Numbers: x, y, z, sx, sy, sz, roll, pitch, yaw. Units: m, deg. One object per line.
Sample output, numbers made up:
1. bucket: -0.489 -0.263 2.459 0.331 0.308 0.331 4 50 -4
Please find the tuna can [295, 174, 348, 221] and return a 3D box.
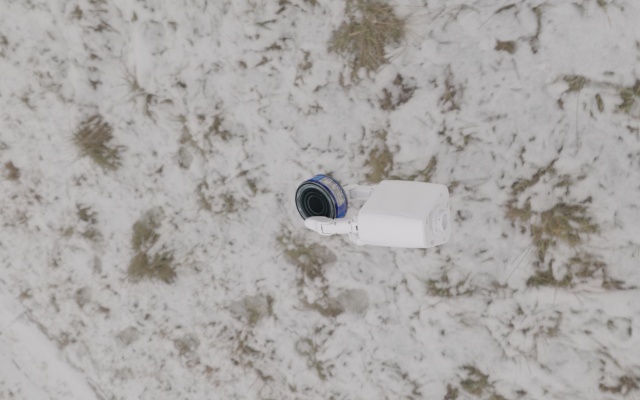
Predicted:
1. tuna can: 0.000 0.003 0.776 0.086 0.086 0.033 0 21 39
